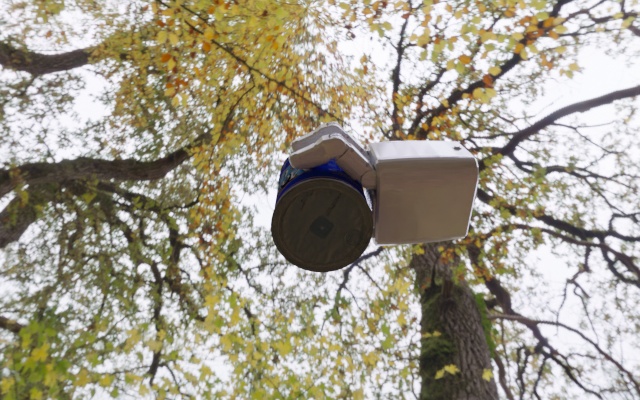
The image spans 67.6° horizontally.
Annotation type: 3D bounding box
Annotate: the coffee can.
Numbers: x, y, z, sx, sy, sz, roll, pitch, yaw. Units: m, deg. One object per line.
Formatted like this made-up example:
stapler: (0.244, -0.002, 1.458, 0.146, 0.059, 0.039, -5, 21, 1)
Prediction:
coffee can: (0.000, 0.002, 0.538, 0.103, 0.103, 0.140, 0, 22, -1)
